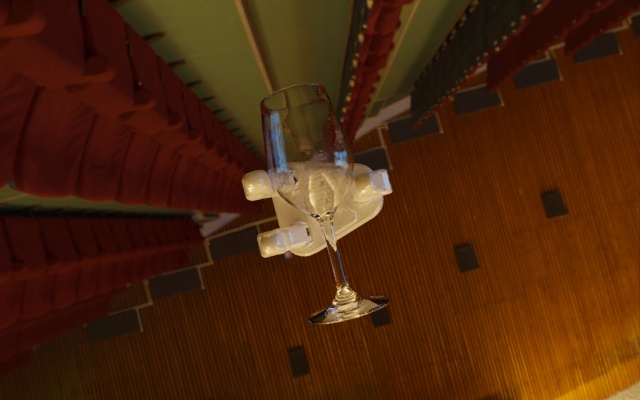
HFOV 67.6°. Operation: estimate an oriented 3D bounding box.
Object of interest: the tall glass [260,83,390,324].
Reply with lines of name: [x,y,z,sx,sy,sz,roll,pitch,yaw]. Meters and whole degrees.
tall glass: [0.000,0.002,0.428,0.079,0.201,0.079,-15,-3,-1]
